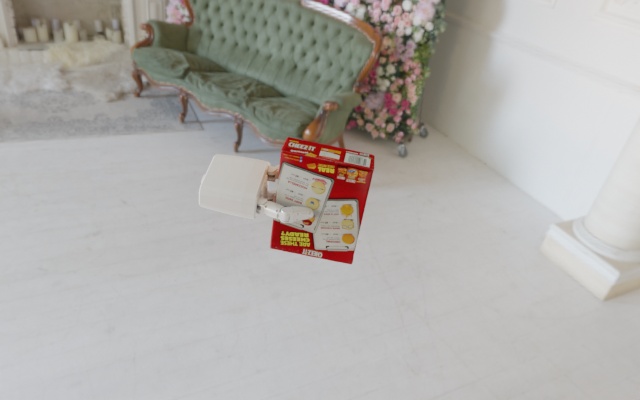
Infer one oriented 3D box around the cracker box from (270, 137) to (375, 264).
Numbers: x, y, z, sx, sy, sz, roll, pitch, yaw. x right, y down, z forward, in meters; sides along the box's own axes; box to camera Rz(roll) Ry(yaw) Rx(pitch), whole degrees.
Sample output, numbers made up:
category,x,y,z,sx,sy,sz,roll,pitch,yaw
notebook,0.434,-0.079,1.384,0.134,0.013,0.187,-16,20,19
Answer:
category,x,y,z,sx,sy,sz,roll,pitch,yaw
cracker box,0.000,0.003,0.888,0.164,0.214,0.072,11,33,3
